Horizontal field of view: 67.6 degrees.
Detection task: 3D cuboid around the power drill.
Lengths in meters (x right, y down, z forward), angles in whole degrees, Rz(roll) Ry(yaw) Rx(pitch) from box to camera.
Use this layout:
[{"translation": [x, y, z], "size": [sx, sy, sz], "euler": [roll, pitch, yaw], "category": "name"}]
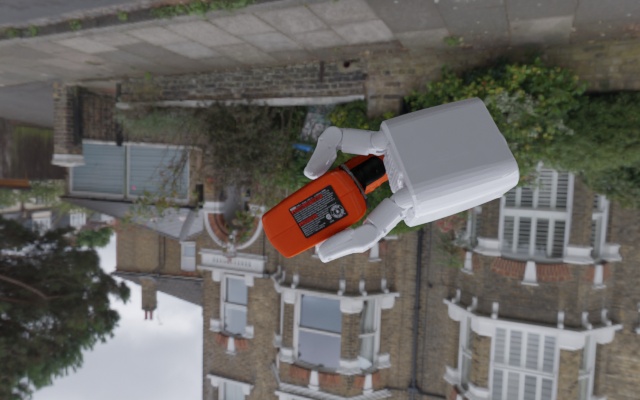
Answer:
[{"translation": [0.000, 0.002, 0.552], "size": [0.184, 0.057, 0.187], "euler": [-33, 4, 19], "category": "power drill"}]
